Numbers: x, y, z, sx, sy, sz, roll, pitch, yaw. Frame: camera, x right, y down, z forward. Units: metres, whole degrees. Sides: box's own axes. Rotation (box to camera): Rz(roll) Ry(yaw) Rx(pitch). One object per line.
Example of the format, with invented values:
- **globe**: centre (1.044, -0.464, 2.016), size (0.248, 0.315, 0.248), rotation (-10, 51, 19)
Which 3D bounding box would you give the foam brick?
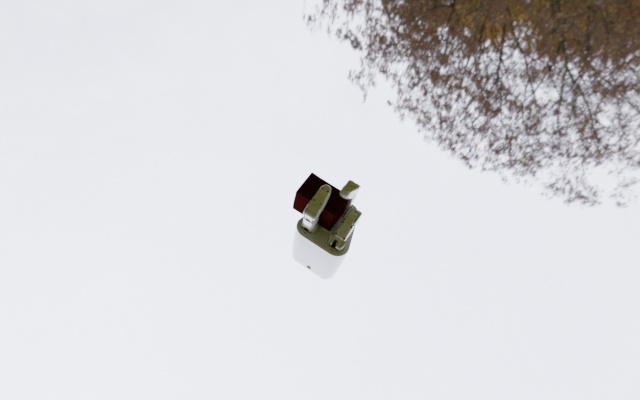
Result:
- **foam brick**: centre (0.000, 0.002, 0.801), size (0.078, 0.053, 0.051), rotation (33, -34, 11)
